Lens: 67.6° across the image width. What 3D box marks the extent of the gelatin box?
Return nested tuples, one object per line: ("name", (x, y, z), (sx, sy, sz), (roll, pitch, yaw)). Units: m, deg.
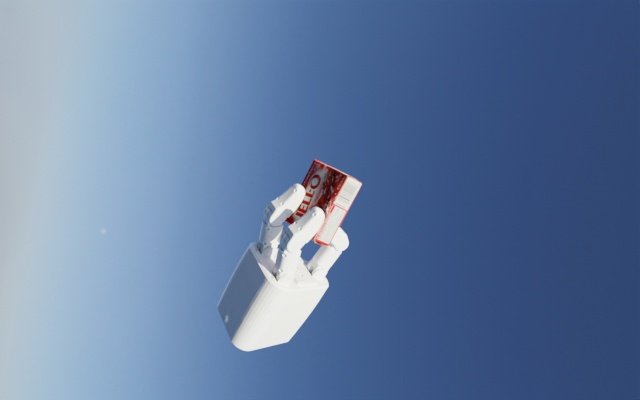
("gelatin box", (0.001, 0.002, 0.588), (0.030, 0.089, 0.073), (27, 3, -40))
